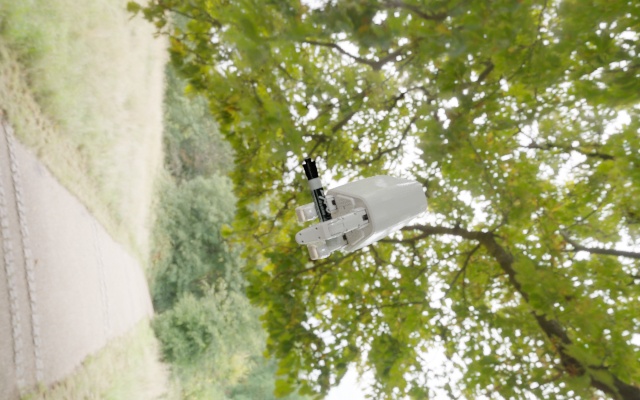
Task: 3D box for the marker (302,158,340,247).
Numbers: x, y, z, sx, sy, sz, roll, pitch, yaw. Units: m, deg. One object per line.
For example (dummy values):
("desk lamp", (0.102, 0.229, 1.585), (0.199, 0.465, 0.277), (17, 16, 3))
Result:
("marker", (0.000, 0.002, 0.636), (0.020, 0.121, 0.020), (-17, 2, 1))
